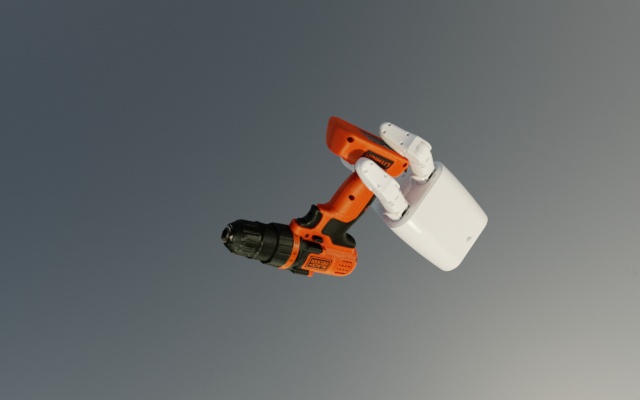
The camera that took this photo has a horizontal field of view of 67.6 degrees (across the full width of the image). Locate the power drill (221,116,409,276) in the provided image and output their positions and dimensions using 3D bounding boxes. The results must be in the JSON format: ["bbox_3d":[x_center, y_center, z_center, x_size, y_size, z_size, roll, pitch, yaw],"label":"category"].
[{"bbox_3d":[0.001,0.002,0.548,0.184,0.188,0.057,16,25,-38],"label":"power drill"}]
